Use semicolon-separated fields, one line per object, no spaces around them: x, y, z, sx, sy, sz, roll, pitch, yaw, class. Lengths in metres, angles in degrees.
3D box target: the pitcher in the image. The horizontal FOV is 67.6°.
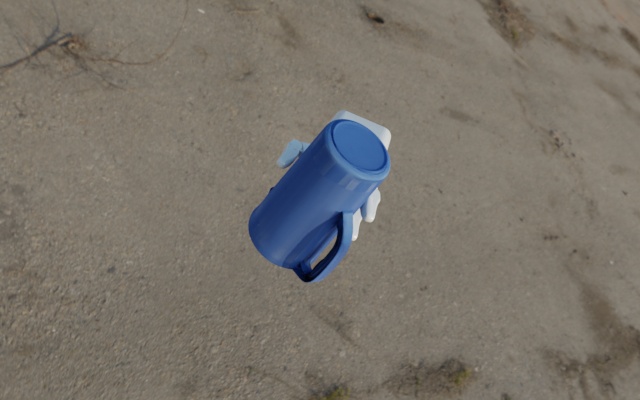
0.000;0.002;0.720;0.149;0.145;0.243;36;-47;-5;pitcher
